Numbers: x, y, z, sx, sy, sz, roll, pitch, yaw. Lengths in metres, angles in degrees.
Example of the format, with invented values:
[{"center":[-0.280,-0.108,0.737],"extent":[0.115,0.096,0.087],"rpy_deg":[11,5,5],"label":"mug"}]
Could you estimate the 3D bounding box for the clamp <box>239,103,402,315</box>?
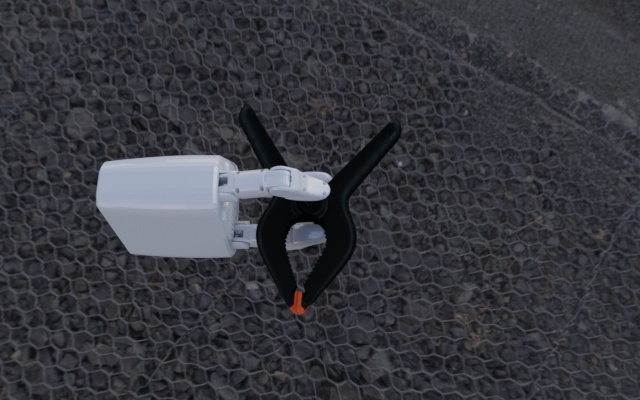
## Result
[{"center":[0.000,0.002,0.459],"extent":[0.164,0.210,0.036],"rpy_deg":[-1,-17,1],"label":"clamp"}]
